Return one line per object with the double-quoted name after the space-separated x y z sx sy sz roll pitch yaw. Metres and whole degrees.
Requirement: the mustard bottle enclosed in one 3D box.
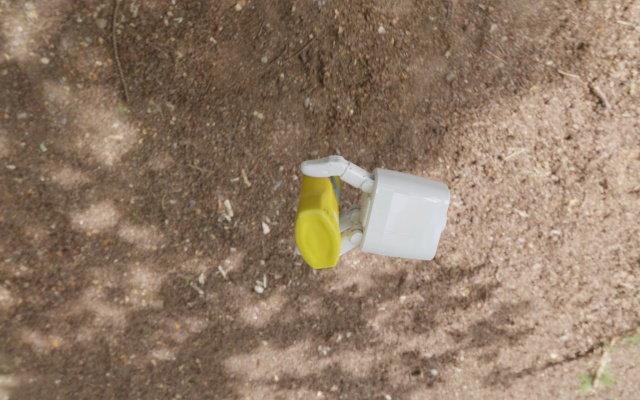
0.000 0.002 0.684 0.058 0.096 0.191 -10 31 9 "mustard bottle"
